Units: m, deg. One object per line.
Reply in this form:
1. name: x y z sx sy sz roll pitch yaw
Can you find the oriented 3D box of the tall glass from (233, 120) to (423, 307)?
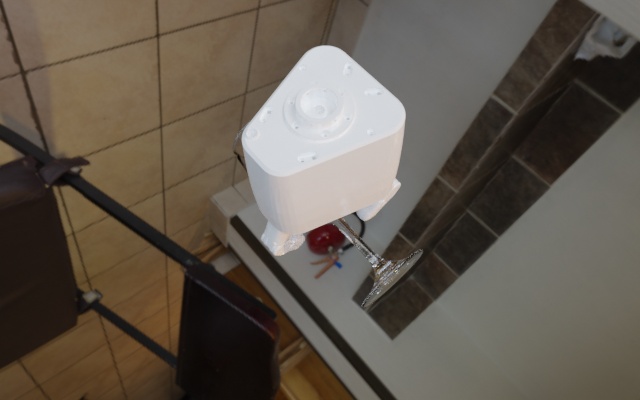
1. tall glass: 0.000 0.002 0.457 0.201 0.079 0.079 46 18 18
